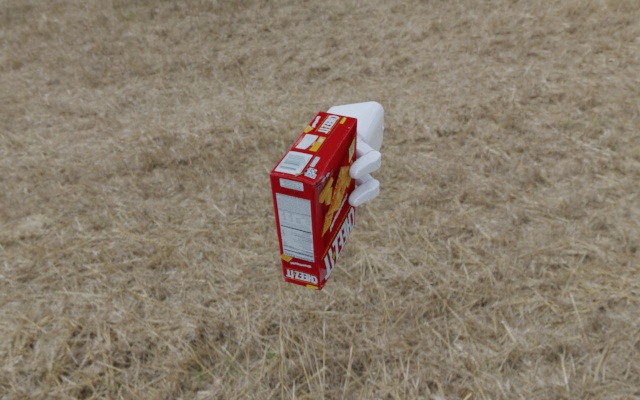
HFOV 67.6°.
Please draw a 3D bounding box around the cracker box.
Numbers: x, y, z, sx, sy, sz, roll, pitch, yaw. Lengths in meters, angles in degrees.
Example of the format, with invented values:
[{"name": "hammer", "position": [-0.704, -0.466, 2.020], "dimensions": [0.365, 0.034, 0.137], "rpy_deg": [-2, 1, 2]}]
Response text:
[{"name": "cracker box", "position": [0.000, 0.002, 0.713], "dimensions": [0.072, 0.214, 0.164], "rpy_deg": [14, 44, 19]}]
